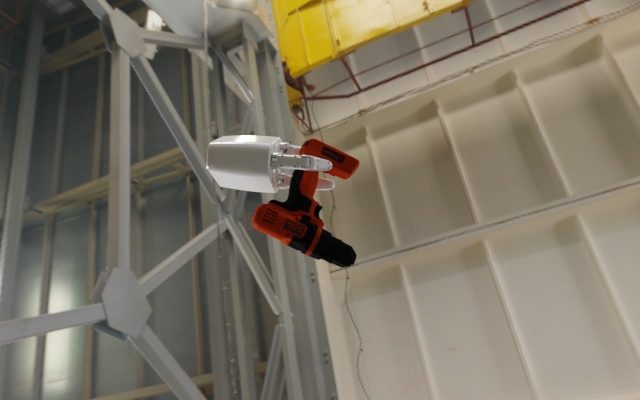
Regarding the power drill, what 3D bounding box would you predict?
[{"bbox_3d":[0.000,0.002,0.808,0.184,0.187,0.057,26,-23,-8],"label":"power drill"}]
